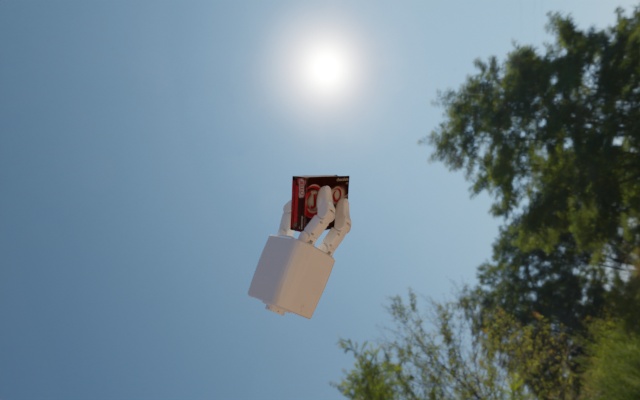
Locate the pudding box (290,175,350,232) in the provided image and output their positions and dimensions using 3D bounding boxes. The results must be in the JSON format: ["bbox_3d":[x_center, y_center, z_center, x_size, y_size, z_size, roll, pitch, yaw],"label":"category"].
[{"bbox_3d":[0.000,0.003,0.795,0.039,0.090,0.113,10,11,38],"label":"pudding box"}]
